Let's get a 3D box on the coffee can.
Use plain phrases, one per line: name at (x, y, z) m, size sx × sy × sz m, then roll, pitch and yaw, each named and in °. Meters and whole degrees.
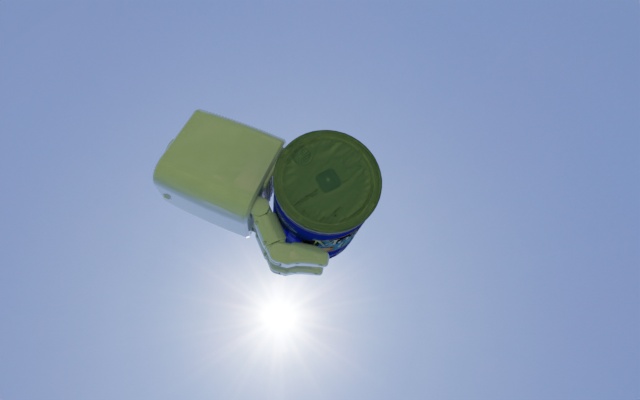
coffee can at (0.000, 0.002, 0.508) m, size 0.103 × 0.102 × 0.140 m, roll 0°, pitch -18°, yaw -6°
